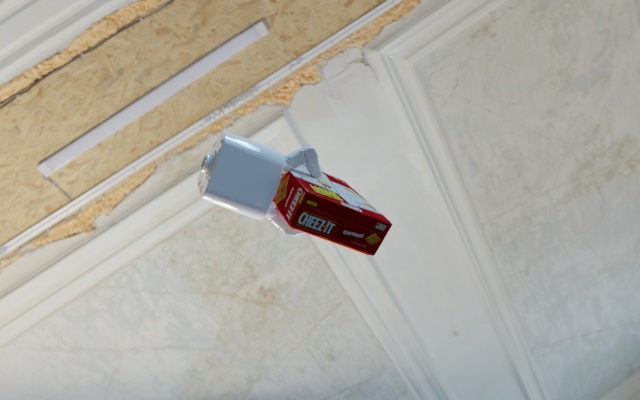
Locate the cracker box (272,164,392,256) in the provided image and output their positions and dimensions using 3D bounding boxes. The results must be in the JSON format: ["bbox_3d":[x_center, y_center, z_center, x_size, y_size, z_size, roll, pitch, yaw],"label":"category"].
[{"bbox_3d":[0.000,0.002,0.826,0.164,0.072,0.213,20,13,-26],"label":"cracker box"}]
